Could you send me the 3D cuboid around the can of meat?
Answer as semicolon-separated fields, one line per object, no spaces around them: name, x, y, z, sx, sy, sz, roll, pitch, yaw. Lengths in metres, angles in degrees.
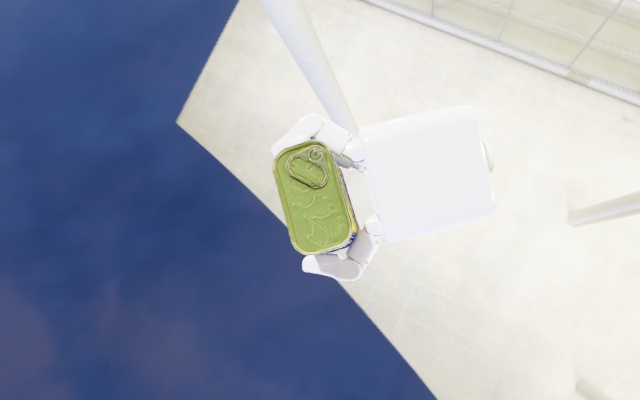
can of meat;0.000;0.002;0.467;0.057;0.102;0.084;-18;-10;9
